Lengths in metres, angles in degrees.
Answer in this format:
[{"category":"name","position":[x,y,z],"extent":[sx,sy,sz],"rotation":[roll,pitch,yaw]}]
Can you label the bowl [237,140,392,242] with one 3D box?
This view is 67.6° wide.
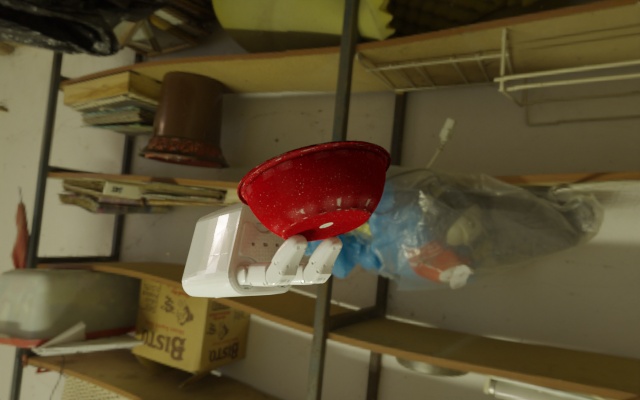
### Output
[{"category":"bowl","position":[0.001,0.001,0.483],"extent":[0.162,0.055,0.162],"rotation":[-12,-20,-4]}]
